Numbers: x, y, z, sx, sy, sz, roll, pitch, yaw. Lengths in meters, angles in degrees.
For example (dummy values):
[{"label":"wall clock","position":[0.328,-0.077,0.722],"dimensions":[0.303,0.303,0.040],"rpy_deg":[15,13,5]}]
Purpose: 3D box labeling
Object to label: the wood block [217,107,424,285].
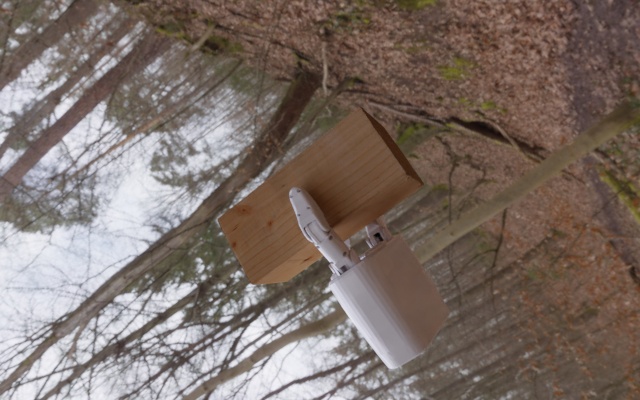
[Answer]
[{"label":"wood block","position":[0.000,0.002,0.540],"dimensions":[0.206,0.090,0.091],"rpy_deg":[-37,-19,15]}]
